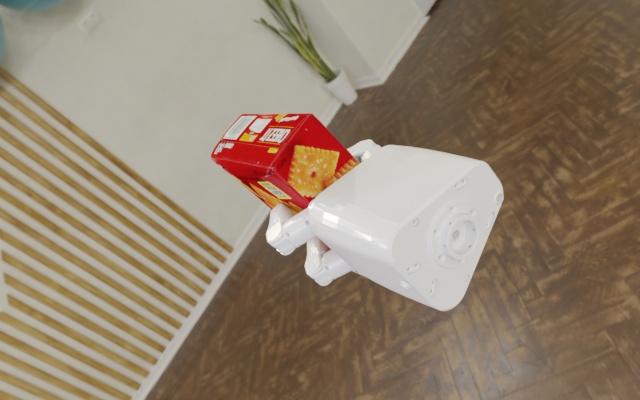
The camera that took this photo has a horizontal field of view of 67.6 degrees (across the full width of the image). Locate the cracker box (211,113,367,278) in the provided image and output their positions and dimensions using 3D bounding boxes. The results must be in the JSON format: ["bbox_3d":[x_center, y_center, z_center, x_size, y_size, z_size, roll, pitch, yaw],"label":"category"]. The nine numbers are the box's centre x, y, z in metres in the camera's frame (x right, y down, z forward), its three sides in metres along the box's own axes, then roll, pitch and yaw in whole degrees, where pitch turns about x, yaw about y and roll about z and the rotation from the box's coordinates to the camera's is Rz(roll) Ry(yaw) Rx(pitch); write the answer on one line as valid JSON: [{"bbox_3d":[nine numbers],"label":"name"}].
[{"bbox_3d":[0.000,0.001,0.514,0.214,0.072,0.164,44,-15,-29],"label":"cracker box"}]
